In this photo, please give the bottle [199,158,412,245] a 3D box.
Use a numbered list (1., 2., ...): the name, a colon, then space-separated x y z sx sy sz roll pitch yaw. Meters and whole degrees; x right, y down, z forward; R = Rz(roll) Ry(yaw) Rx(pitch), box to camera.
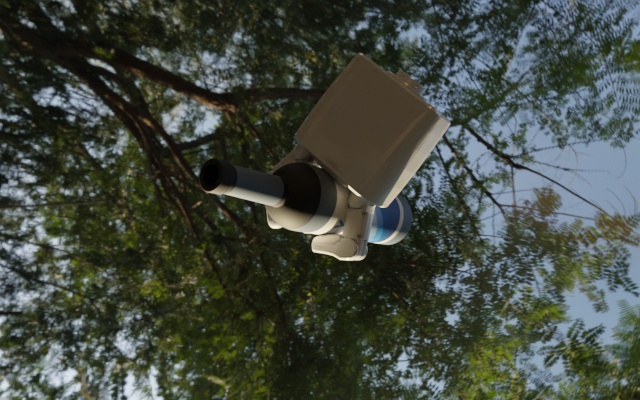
1. bottle: 0.000 0.002 0.491 0.069 0.069 0.296 0 -8 37
